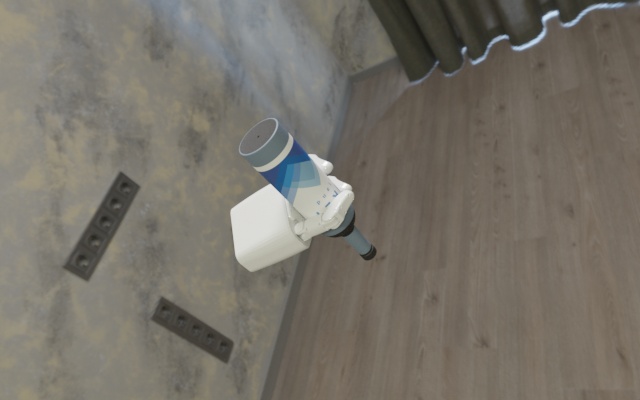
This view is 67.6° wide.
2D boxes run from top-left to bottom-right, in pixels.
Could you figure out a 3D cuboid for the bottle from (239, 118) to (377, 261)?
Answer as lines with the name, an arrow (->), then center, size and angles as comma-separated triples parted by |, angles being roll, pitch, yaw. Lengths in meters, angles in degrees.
bottle -> 0.000, 0.002, 0.714 | 0.069, 0.069, 0.296 | 0, -36, 44
